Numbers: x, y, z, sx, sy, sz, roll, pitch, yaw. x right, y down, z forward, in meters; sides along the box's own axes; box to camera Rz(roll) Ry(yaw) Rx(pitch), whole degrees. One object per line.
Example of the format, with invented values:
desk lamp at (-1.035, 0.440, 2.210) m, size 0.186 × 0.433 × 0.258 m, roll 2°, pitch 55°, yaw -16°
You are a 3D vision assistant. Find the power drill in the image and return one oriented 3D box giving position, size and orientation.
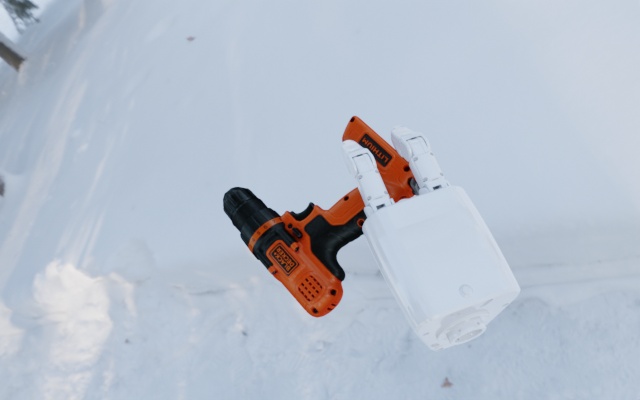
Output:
power drill at (0.001, 0.002, 0.518) m, size 0.184 × 0.187 × 0.057 m, roll 45°, pitch 4°, yaw 23°
